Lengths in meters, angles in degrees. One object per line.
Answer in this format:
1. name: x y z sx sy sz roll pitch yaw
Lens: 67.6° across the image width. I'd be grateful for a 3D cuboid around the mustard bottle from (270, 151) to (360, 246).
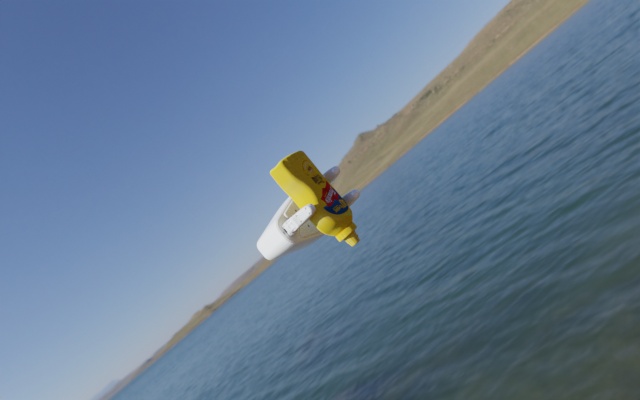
1. mustard bottle: 0.000 0.002 0.837 0.058 0.191 0.096 -41 -3 26
